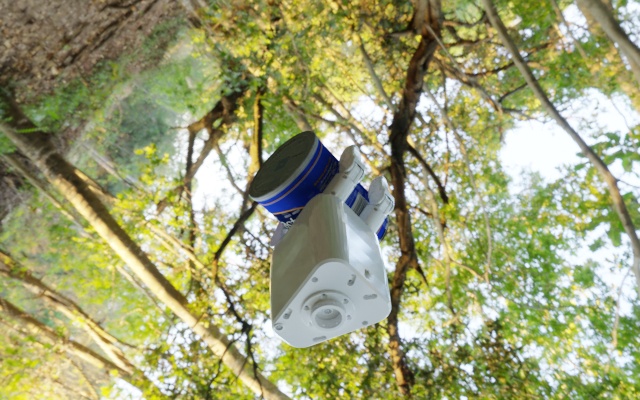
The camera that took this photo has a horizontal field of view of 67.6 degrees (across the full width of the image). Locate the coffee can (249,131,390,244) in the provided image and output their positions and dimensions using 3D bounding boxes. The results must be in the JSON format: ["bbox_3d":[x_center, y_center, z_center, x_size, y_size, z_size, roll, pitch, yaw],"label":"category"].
[{"bbox_3d":[0.000,0.002,0.570,0.140,0.102,0.103,44,-22,-25],"label":"coffee can"}]
